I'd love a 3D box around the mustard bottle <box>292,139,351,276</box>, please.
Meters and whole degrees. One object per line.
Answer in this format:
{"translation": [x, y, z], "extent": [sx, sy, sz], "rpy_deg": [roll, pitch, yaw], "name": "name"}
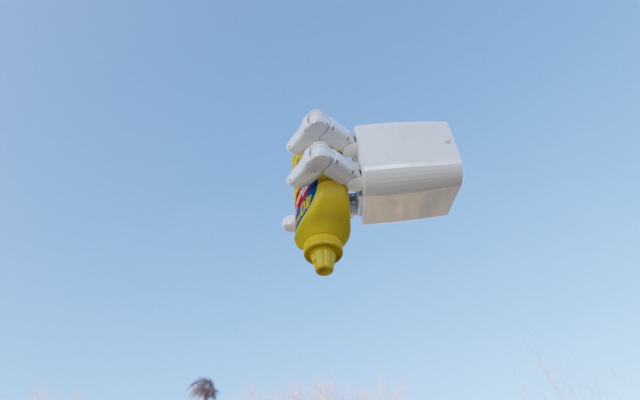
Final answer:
{"translation": [0.000, 0.002, 0.539], "extent": [0.058, 0.191, 0.096], "rpy_deg": [13, -46, -17], "name": "mustard bottle"}
